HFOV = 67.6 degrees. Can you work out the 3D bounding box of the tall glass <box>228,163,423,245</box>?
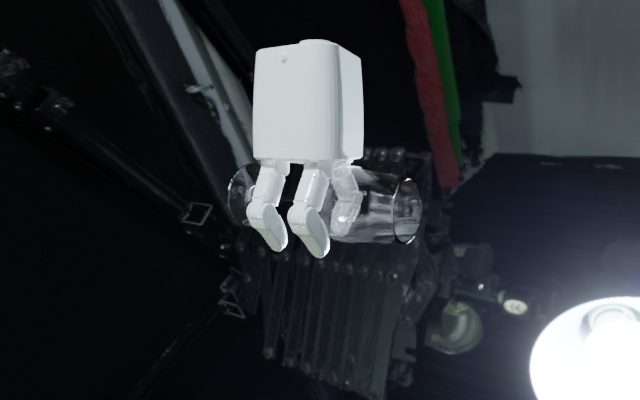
[{"bbox_3d":[0.000,0.002,0.494,0.201,0.079,0.079,6,3,36],"label":"tall glass"}]
